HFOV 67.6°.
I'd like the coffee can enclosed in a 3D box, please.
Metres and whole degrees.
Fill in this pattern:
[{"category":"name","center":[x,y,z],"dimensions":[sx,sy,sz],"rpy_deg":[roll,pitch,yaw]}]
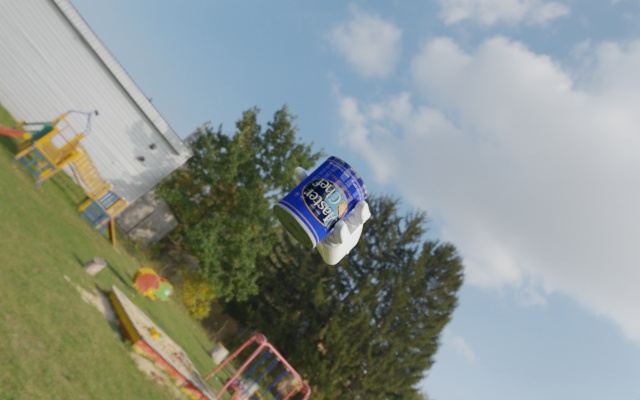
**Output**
[{"category":"coffee can","center":[0.000,0.003,0.860],"dimensions":[0.140,0.103,0.103],"rpy_deg":[-43,16,-18]}]
